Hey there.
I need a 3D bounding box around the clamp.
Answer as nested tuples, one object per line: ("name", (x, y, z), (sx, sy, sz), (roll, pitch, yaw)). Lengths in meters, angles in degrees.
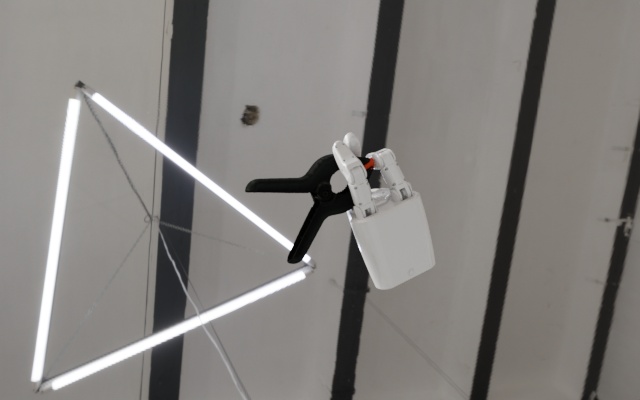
("clamp", (0.000, 0.002, 0.620), (0.171, 0.120, 0.039), (-24, 18, -14))
